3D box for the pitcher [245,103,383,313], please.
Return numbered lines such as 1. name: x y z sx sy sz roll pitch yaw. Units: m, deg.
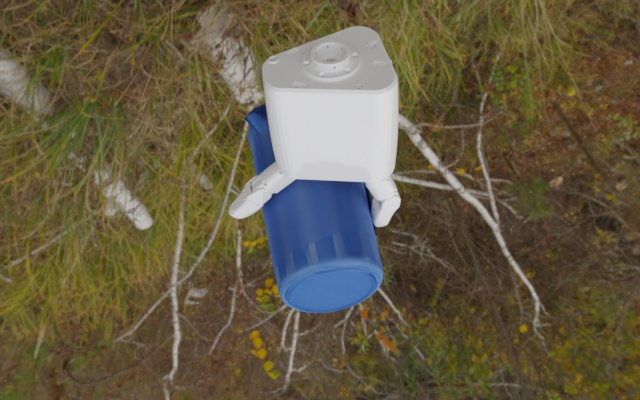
1. pitcher: 0.000 0.002 0.556 0.149 0.242 0.145 -8 -38 -5
